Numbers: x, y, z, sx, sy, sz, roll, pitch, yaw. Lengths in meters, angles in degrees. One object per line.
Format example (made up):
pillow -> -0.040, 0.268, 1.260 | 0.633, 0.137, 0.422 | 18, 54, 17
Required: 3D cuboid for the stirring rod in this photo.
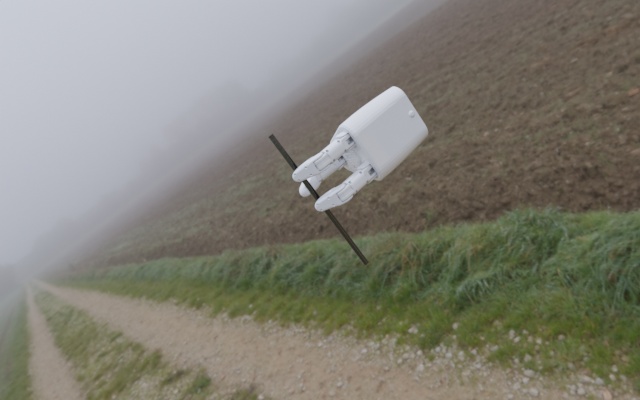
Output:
stirring rod -> 0.000, 0.002, 0.699 | 0.011, 0.239, 0.011 | -34, 14, 10
